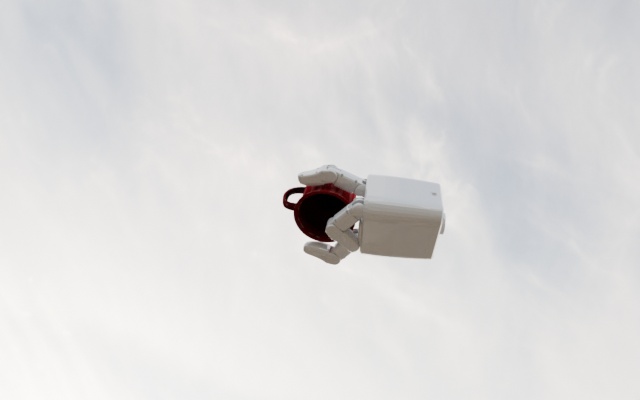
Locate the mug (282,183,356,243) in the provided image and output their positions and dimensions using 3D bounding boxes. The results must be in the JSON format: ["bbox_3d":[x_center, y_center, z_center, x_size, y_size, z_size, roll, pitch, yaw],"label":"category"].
[{"bbox_3d":[-0.001,0.002,0.735,0.117,0.093,0.081,6,34,7],"label":"mug"}]
